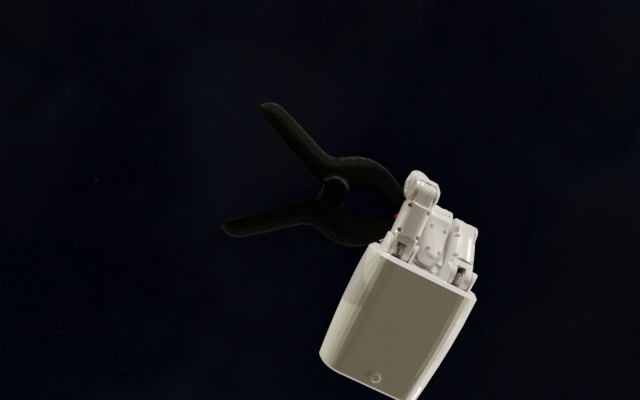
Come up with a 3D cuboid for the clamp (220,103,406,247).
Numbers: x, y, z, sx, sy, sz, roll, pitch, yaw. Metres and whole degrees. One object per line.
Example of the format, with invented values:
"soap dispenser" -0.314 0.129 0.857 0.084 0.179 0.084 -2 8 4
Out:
"clamp" 0.000 0.001 0.420 0.171 0.120 0.039 26 3 0
